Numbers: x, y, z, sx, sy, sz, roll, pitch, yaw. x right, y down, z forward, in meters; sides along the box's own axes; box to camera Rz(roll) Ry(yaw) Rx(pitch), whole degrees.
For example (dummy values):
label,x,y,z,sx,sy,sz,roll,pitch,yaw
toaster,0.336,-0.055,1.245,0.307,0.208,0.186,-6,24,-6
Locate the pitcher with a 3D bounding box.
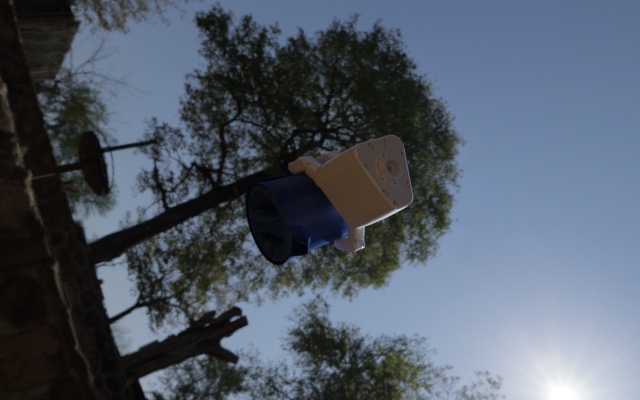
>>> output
label,x,y,z,sx,sy,sz,roll,pitch,yaw
pitcher,0.000,0.003,0.810,0.243,0.149,0.145,-18,-6,-34
